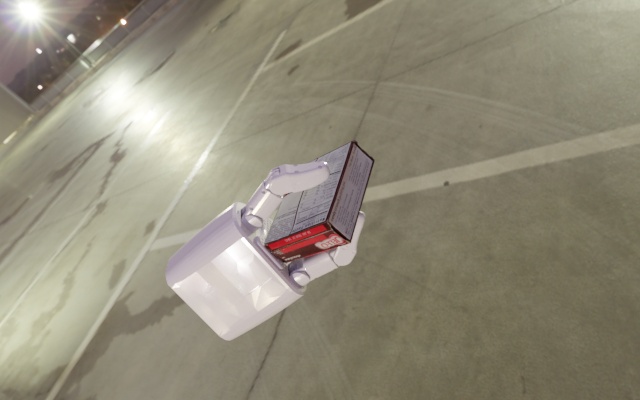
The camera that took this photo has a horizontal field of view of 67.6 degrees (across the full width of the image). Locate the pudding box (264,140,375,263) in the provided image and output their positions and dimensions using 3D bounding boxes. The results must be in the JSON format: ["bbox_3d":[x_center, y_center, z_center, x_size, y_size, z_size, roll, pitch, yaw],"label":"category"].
[{"bbox_3d":[0.000,0.001,0.480,0.090,0.113,0.039,-21,-52,40],"label":"pudding box"}]
